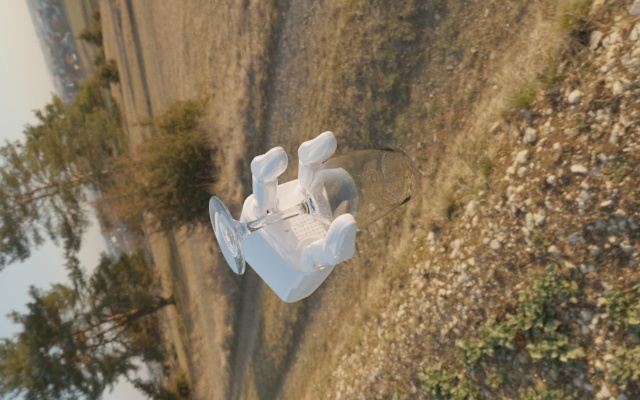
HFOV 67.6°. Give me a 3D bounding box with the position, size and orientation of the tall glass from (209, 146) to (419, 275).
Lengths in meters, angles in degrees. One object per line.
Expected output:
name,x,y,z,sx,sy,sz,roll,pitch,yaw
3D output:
tall glass,0.000,0.002,0.467,0.201,0.079,0.079,-20,9,-25
